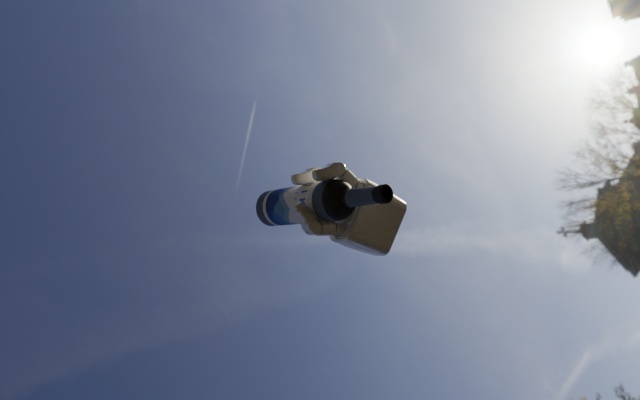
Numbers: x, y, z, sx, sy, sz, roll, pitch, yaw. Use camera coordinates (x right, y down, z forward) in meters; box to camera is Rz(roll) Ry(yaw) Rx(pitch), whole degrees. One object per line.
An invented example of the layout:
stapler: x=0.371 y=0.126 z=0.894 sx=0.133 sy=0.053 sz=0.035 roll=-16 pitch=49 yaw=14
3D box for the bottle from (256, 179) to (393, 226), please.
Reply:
bottle: x=0.000 y=0.003 z=0.780 sx=0.069 sy=0.069 sz=0.296 roll=0 pitch=-5 yaw=-39
